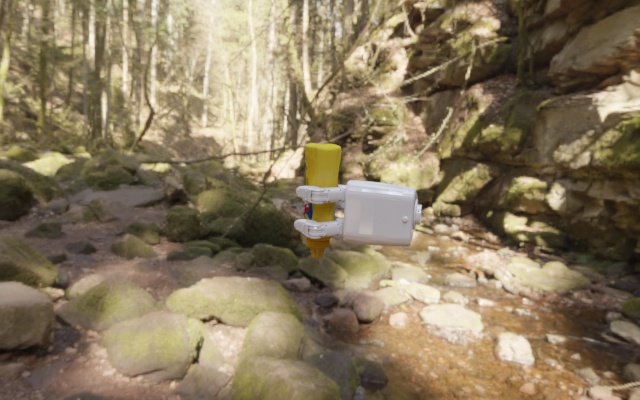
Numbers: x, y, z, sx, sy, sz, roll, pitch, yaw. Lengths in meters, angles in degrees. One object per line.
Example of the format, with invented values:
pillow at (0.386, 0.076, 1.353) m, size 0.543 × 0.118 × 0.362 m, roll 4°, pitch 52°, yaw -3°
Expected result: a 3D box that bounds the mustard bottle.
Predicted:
mustard bottle at (0.000, 0.002, 0.797) m, size 0.058 × 0.192 × 0.096 m, roll 1°, pitch 10°, yaw -10°
